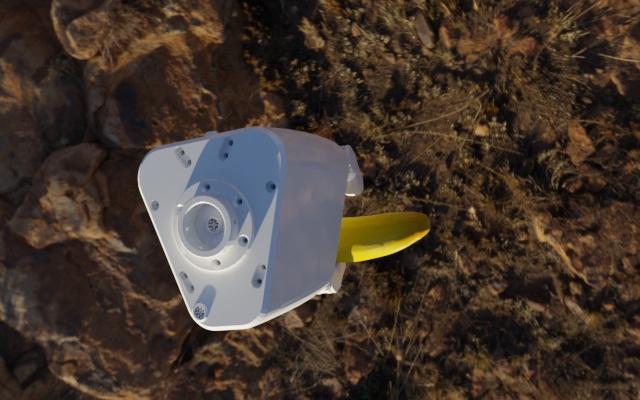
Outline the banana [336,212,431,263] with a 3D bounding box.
[{"bbox_3d":[-0.009,0.018,0.412,0.198,0.069,0.037,17,-8,21],"label":"banana"}]
